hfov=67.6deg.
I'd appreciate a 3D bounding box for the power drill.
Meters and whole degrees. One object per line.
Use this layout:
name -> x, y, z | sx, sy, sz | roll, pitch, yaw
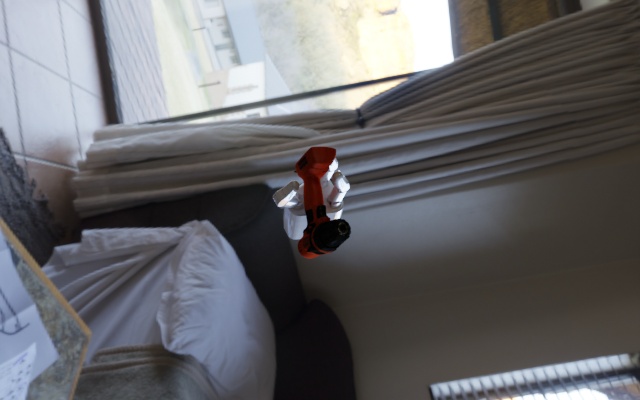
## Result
power drill -> 0.000, 0.002, 0.854 | 0.057, 0.187, 0.184 | 4, -17, -21
